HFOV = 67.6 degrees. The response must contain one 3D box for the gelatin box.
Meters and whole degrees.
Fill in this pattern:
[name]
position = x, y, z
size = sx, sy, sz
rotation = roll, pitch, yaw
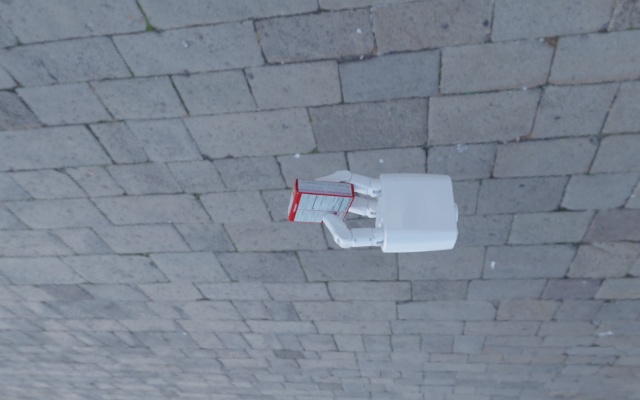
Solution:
[gelatin box]
position = 0.000, 0.003, 0.721
size = 0.089, 0.030, 0.073
rotation = 4, -37, -13
